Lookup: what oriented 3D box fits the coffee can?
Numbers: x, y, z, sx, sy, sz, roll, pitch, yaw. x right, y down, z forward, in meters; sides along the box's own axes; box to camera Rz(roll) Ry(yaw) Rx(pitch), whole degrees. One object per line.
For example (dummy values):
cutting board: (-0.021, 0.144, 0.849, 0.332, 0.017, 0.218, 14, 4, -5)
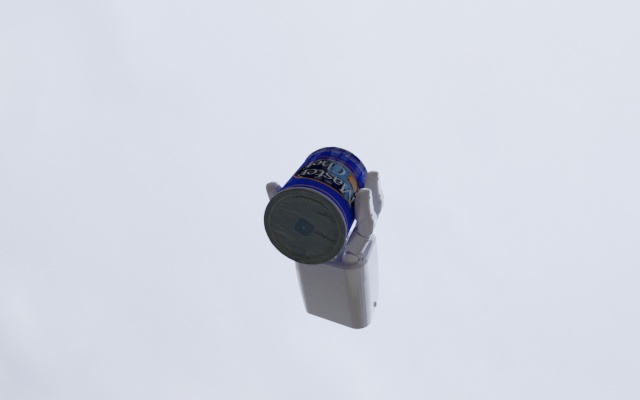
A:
coffee can: (0.000, 0.002, 0.618, 0.103, 0.103, 0.140, 0, 26, 19)
